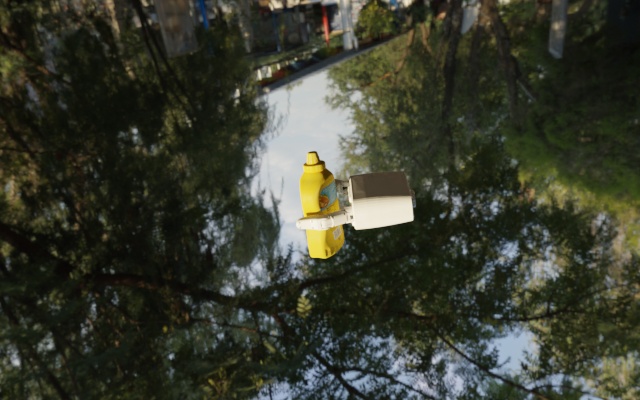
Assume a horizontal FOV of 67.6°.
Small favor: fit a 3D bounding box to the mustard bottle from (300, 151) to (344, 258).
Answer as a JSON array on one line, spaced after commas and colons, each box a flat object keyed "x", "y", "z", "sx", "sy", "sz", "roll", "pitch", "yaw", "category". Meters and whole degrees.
[{"x": 0.000, "y": 0.003, "z": 0.882, "sx": 0.058, "sy": 0.192, "sz": 0.096, "roll": 2, "pitch": 22, "yaw": 27, "category": "mustard bottle"}]
